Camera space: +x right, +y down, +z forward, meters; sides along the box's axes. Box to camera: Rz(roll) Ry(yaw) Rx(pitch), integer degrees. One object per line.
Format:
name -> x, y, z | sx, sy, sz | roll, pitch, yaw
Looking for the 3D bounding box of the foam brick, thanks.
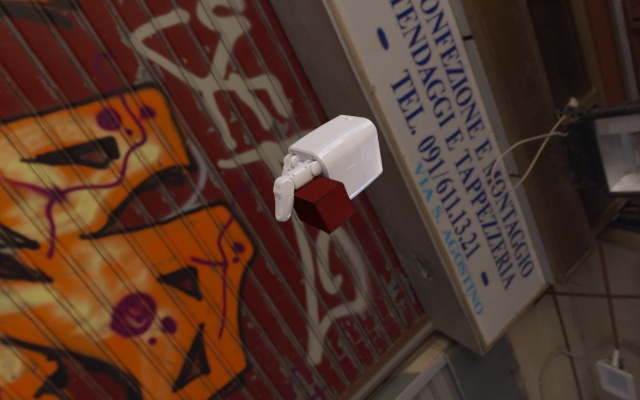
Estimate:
foam brick -> 0.000, 0.002, 0.653 | 0.051, 0.053, 0.078 | -36, 30, -21
